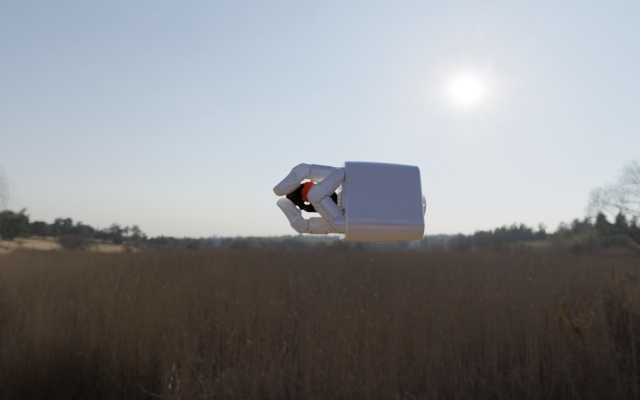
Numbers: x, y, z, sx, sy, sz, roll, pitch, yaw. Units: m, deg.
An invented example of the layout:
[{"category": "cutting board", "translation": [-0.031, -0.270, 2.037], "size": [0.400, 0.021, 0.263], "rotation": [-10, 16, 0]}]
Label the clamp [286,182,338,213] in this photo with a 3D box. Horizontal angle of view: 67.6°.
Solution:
[{"category": "clamp", "translation": [0.000, 0.002, 0.735], "size": [0.120, 0.039, 0.171], "rotation": [2, -6, -3]}]
